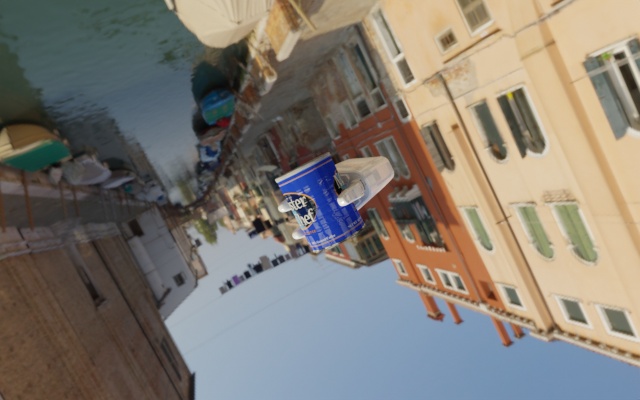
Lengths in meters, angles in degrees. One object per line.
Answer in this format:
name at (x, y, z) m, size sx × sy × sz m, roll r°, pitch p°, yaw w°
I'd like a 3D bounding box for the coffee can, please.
coffee can at (0.000, 0.003, 0.812) m, size 0.103 × 0.140 × 0.103 m, roll -27°, pitch 5°, yaw 3°
